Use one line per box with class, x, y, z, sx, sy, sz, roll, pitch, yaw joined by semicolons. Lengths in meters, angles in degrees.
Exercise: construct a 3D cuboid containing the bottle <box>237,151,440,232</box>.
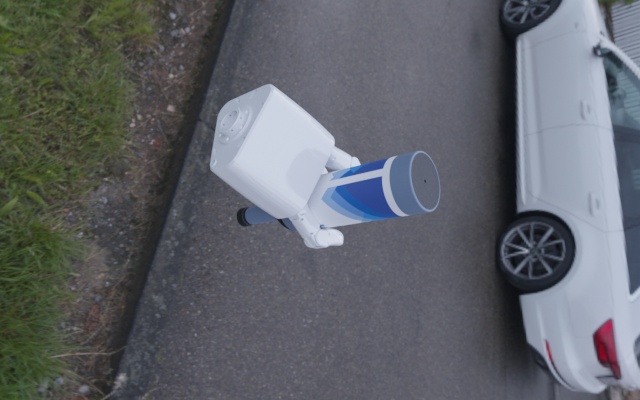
bottle;0.000;0.002;0.599;0.296;0.069;0.069;-11;-7;39
